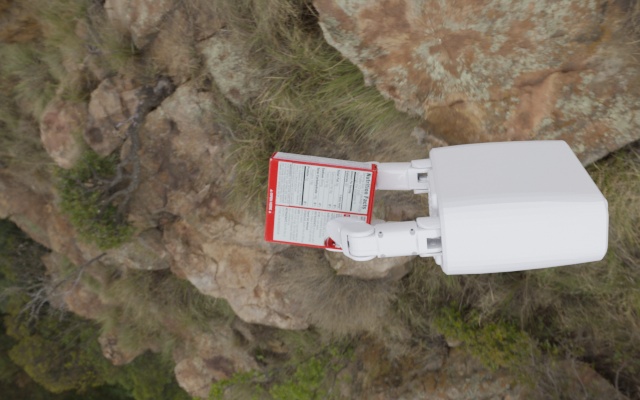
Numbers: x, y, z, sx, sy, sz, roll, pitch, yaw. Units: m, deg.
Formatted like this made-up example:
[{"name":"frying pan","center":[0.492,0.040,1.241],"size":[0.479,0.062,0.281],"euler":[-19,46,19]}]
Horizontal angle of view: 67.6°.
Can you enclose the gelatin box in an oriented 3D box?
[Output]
[{"name":"gelatin box","center":[0.000,0.001,0.402],"size":[0.089,0.073,0.030],"euler":[6,18,3]}]
